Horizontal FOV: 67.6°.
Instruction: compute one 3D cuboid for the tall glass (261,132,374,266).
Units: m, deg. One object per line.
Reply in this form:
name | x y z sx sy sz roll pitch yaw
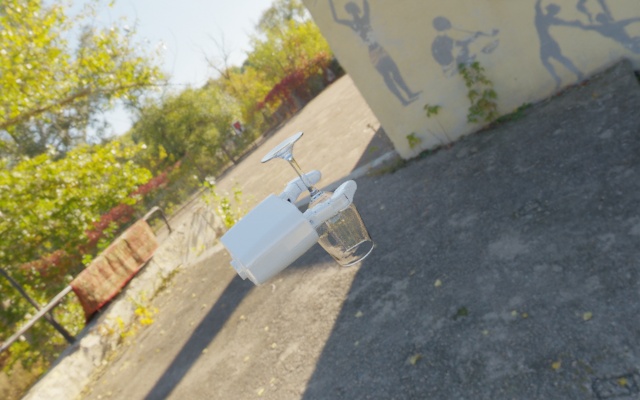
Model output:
tall glass | 0.000 0.002 0.706 0.079 0.201 0.079 -33 15 10
